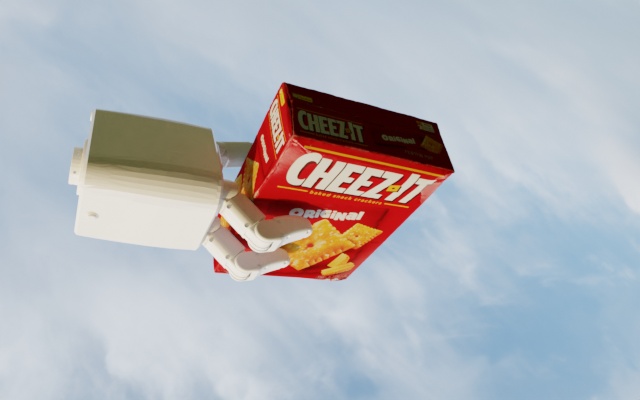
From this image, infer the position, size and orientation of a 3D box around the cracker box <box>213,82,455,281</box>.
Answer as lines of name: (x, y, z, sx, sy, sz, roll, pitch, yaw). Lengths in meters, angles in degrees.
cracker box: (0.000, 0.002, 0.477, 0.164, 0.072, 0.214, 8, -39, -26)
